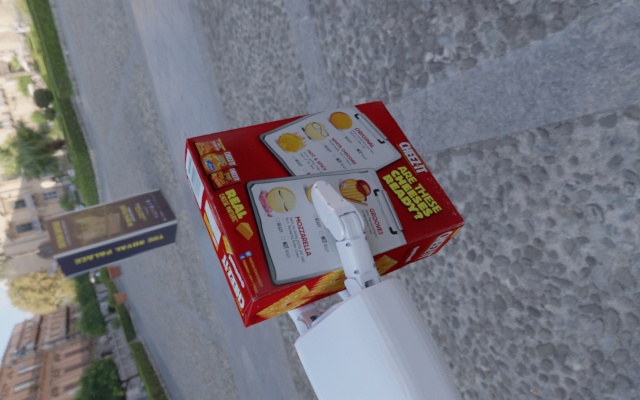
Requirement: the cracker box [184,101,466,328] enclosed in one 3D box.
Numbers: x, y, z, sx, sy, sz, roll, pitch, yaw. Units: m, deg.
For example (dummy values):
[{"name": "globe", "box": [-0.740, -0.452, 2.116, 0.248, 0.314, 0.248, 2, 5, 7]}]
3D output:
[{"name": "cracker box", "box": [0.000, 0.001, 0.454, 0.213, 0.164, 0.072, -16, -27, -26]}]
